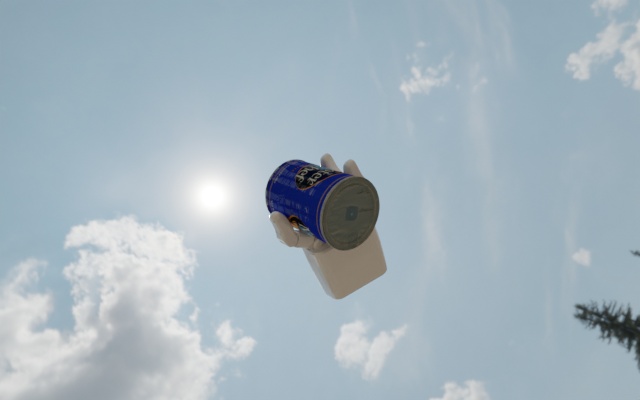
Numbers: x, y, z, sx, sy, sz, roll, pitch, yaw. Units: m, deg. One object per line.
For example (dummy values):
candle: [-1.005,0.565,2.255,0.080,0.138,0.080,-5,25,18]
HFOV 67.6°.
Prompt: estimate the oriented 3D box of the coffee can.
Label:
coffee can: [0.000,0.002,0.690,0.103,0.103,0.140,0,14,-39]
